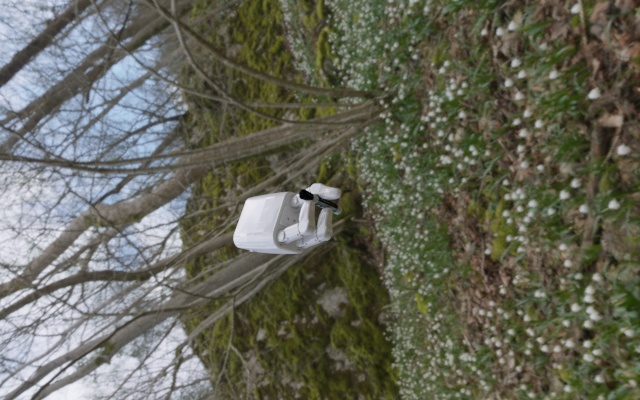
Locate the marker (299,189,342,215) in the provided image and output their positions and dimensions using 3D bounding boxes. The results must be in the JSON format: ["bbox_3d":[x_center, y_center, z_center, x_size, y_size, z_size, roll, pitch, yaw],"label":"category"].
[{"bbox_3d":[0.000,0.003,0.873,0.020,0.020,0.121,0,-15,36],"label":"marker"}]
